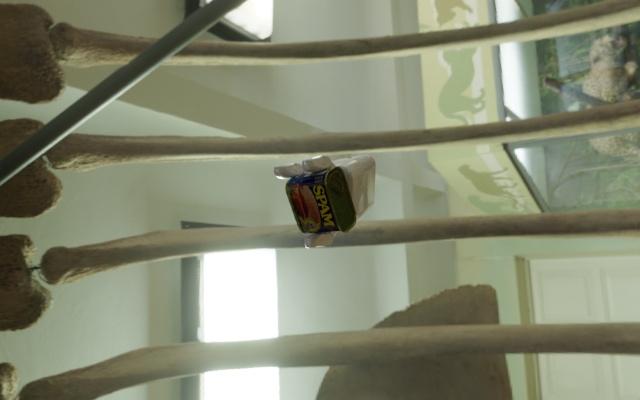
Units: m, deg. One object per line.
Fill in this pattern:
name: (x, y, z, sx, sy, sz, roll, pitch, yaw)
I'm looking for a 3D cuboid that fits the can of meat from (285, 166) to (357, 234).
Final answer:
can of meat: (0.000, 0.003, 0.769, 0.084, 0.102, 0.057, -7, 18, 35)
